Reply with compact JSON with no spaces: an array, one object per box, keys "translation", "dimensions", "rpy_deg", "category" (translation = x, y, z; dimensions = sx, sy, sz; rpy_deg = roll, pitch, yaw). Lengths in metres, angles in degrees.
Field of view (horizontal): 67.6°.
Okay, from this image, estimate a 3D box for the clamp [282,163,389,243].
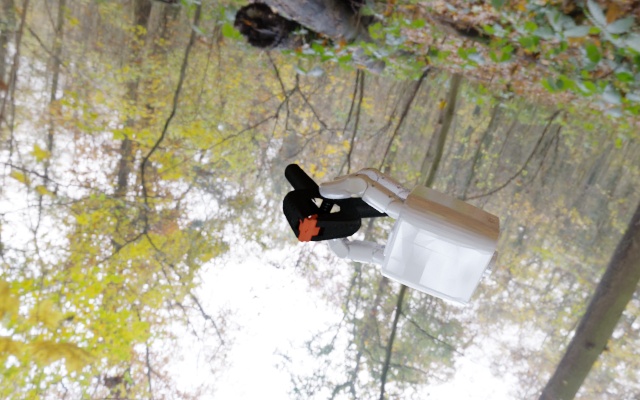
[{"translation":[0.000,0.003,0.588],"dimensions":[0.164,0.036,0.210],"rpy_deg":[21,18,14],"category":"clamp"}]
